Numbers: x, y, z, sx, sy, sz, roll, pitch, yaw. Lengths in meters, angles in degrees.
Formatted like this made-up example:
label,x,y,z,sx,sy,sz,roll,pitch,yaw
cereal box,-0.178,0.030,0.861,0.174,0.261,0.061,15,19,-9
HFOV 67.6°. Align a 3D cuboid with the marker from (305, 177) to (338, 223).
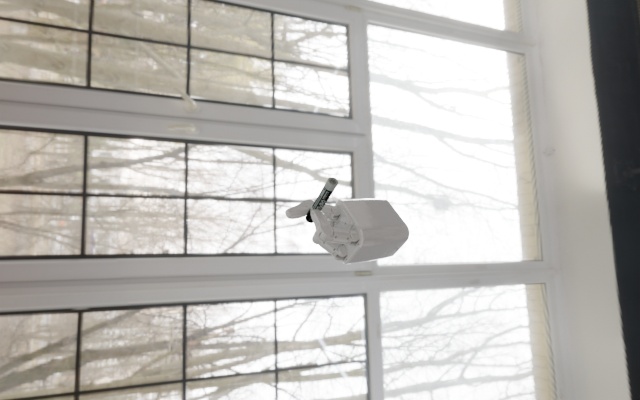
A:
label,x,y,z,sx,sy,sz,roll,pitch,yaw
marker,0.000,0.003,0.827,0.020,0.020,0.121,0,-35,-25
